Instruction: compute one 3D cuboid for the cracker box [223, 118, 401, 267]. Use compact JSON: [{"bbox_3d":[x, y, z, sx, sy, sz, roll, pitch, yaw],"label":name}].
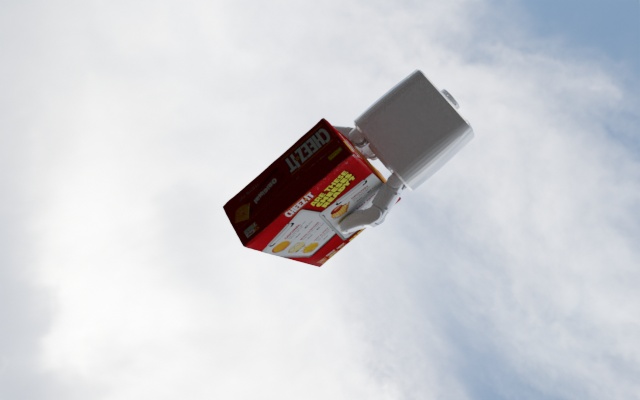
[{"bbox_3d":[0.000,0.002,0.627,0.164,0.072,0.214,-41,-26,10],"label":"cracker box"}]
